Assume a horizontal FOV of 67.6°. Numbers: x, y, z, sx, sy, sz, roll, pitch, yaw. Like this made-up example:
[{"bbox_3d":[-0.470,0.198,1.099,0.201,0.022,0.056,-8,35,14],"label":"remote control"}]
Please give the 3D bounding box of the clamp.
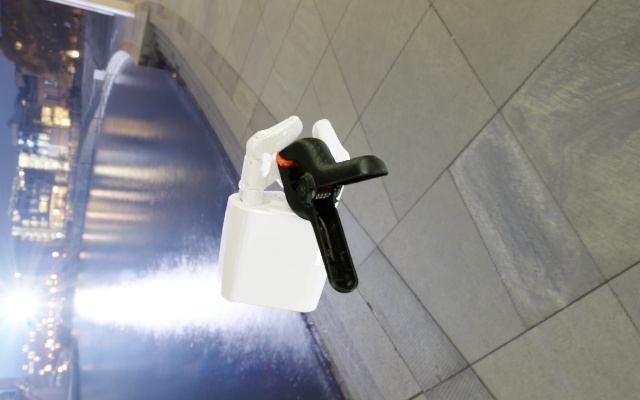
[{"bbox_3d":[-0.001,0.001,0.435,0.039,0.120,0.171,6,16,-27],"label":"clamp"}]
